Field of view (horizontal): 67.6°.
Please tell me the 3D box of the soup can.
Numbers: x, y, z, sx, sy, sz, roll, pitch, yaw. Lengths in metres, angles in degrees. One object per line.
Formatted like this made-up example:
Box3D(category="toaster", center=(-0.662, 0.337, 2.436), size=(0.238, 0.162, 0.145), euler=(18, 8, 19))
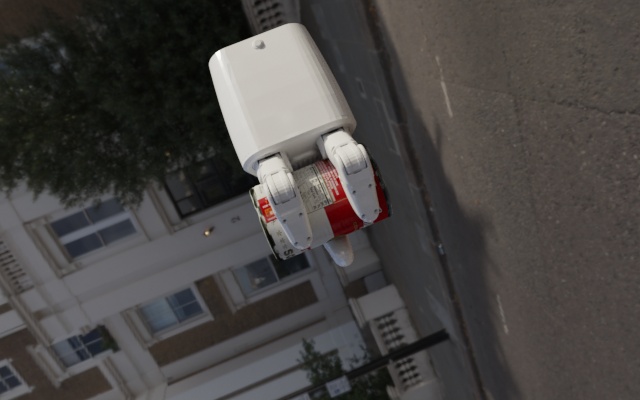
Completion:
Box3D(category="soup can", center=(0.000, 0.002, 0.401), size=(0.102, 0.068, 0.068), euler=(-22, 1, -3))
